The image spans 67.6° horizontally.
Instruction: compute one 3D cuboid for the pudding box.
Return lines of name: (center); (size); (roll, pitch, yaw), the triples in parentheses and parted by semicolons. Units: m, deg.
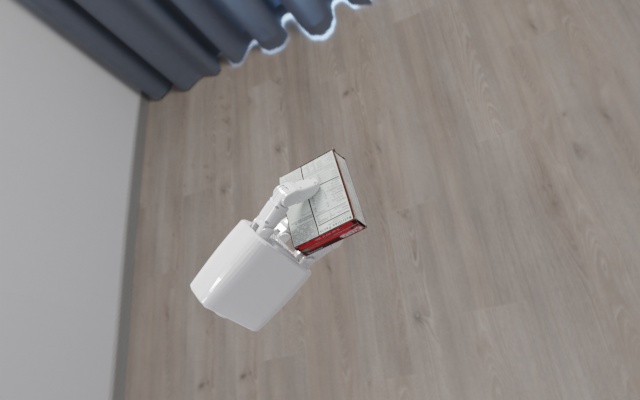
pudding box: (0.000, 0.002, 0.609); (0.090, 0.113, 0.039); (-26, -31, 18)
